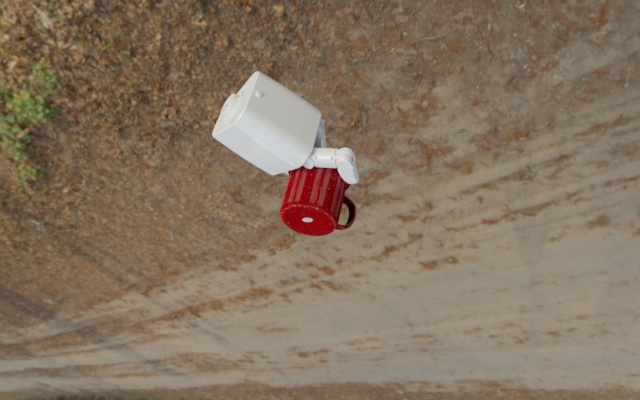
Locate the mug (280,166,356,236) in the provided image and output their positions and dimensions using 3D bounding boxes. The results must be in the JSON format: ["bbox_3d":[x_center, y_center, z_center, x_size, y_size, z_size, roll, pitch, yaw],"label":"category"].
[{"bbox_3d":[0.001,0.003,0.675,0.117,0.081,0.093,30,-37,-24],"label":"mug"}]
